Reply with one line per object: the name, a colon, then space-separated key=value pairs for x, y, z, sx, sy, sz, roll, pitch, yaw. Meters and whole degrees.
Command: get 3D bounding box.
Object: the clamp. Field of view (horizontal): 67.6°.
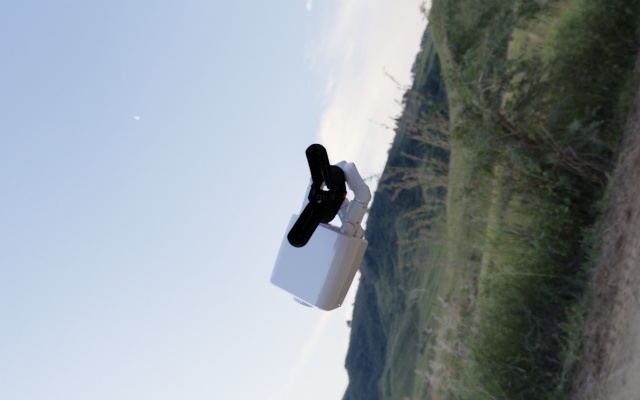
clamp: x=0.000 y=0.002 z=0.606 sx=0.039 sy=0.120 sz=0.171 roll=20 pitch=-1 yaw=17
